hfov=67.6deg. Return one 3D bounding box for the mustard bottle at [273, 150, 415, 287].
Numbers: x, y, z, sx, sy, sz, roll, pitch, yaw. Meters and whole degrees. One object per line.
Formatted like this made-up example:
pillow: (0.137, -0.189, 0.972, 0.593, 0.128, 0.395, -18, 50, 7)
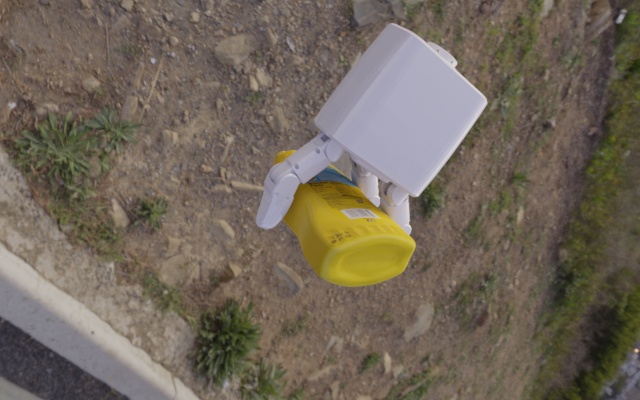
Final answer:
mustard bottle: (0.000, 0.002, 0.464, 0.096, 0.058, 0.191, -1, 32, -32)
